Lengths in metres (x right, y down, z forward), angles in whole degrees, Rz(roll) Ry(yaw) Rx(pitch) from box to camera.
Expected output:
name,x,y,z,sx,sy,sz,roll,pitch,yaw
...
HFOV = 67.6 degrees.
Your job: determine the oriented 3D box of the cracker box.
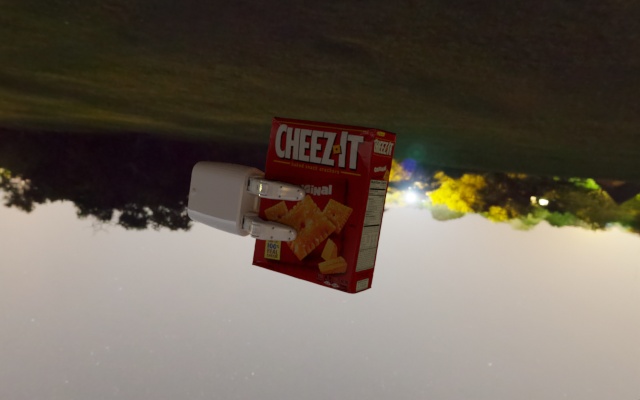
name,x,y,z,sx,sy,sz,roll,pitch,yaw
cracker box,0.000,0.002,0.650,0.164,0.214,0.072,12,7,31
